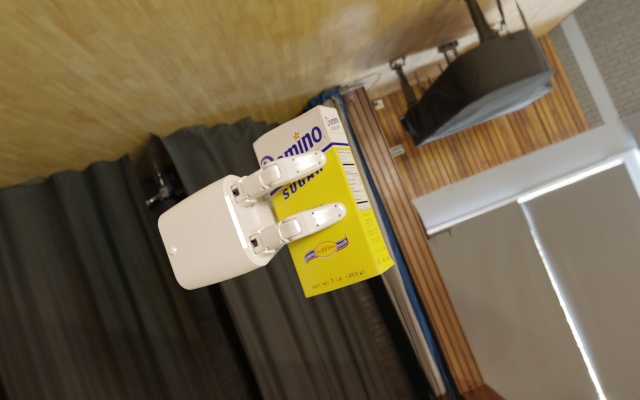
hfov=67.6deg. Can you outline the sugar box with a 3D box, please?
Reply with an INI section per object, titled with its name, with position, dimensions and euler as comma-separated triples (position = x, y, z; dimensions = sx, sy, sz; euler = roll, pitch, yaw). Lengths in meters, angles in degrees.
[sugar box]
position = 0.000, 0.002, 0.495
dimensions = 0.093, 0.176, 0.048
euler = -24, -5, 28
